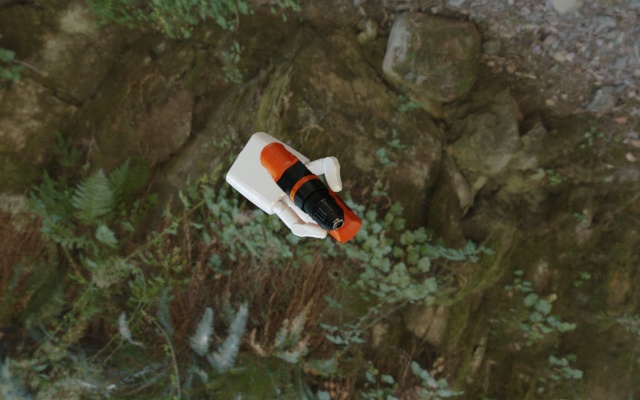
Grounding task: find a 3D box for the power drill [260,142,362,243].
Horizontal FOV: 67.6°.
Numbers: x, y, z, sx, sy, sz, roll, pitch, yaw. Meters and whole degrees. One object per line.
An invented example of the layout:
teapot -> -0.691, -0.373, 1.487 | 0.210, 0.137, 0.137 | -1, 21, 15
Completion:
power drill -> 0.000, 0.002, 0.750 | 0.184, 0.057, 0.188 | 48, 2, 33
